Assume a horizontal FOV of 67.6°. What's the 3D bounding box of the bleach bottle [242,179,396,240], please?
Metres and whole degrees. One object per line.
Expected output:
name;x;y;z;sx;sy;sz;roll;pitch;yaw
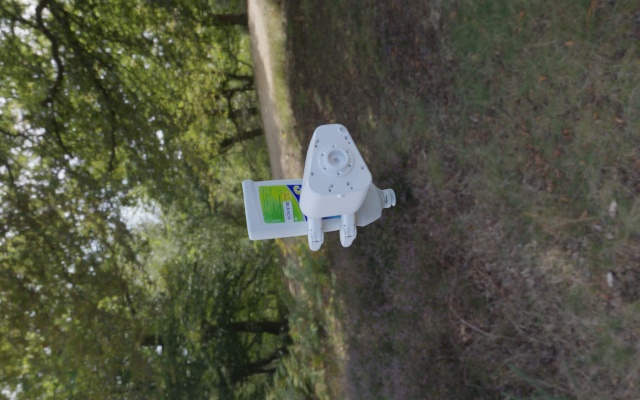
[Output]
bleach bottle;0.000;0.003;0.806;0.251;0.102;0.068;-7;-16;-8
